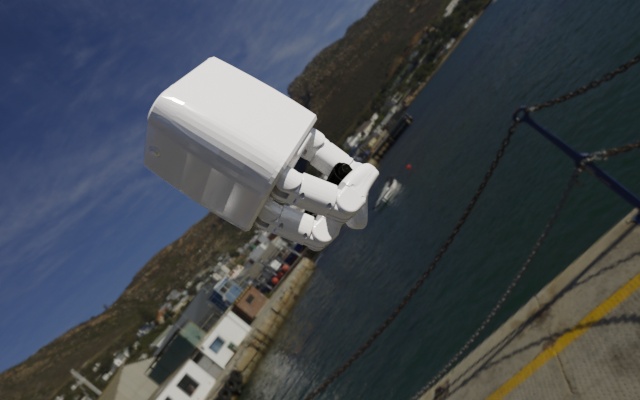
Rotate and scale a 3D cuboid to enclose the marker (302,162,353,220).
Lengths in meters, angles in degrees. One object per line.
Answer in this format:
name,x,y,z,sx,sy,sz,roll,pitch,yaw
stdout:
marker,0.000,0.001,0.445,0.020,0.020,0.121,0,-28,-24
